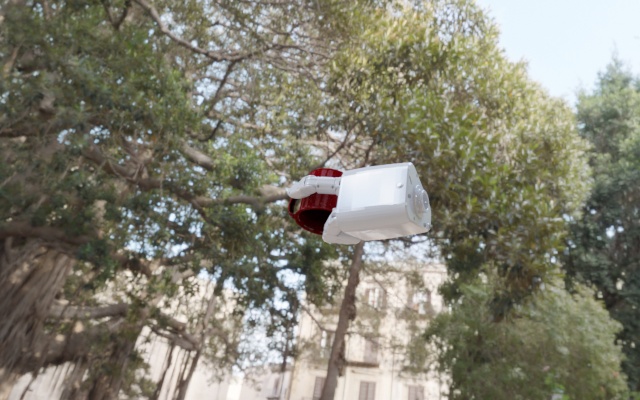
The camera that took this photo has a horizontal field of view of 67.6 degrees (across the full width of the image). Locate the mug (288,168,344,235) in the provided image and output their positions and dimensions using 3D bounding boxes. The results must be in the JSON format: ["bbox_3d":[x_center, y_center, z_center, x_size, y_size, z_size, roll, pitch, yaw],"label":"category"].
[{"bbox_3d":[-0.001,0.003,0.787,0.117,0.081,0.093,-7,-35,29],"label":"mug"}]
